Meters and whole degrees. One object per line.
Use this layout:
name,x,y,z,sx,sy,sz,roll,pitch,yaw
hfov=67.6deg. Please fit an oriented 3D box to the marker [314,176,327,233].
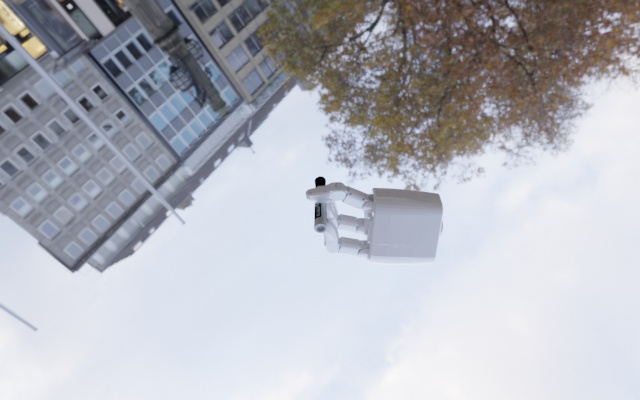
marker,0.000,0.002,0.729,0.020,0.020,0.121,0,39,0
